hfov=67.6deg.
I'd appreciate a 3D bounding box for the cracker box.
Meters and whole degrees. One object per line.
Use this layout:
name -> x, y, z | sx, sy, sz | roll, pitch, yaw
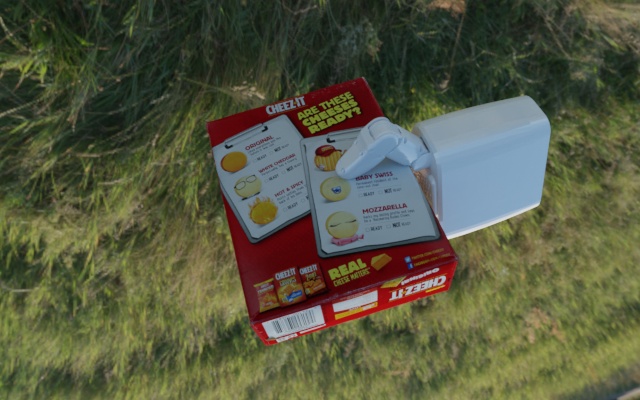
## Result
cracker box -> 0.000, 0.001, 0.432 | 0.164, 0.213, 0.072 | -17, -34, -5
